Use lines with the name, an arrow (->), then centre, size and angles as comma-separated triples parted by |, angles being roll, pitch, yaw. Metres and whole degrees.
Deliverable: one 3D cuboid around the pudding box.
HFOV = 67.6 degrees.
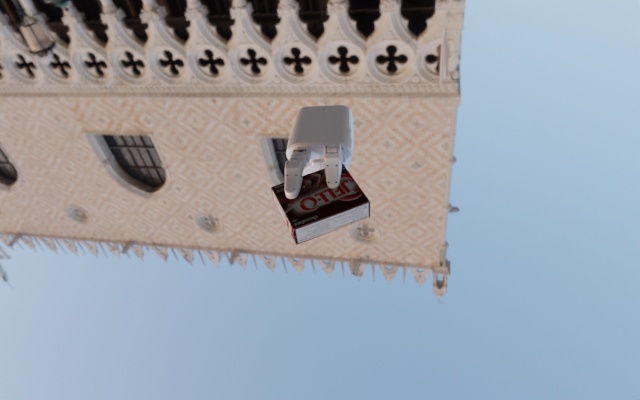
pudding box -> 0.000, 0.002, 0.659 | 0.113, 0.039, 0.090 | -22, 46, -11
